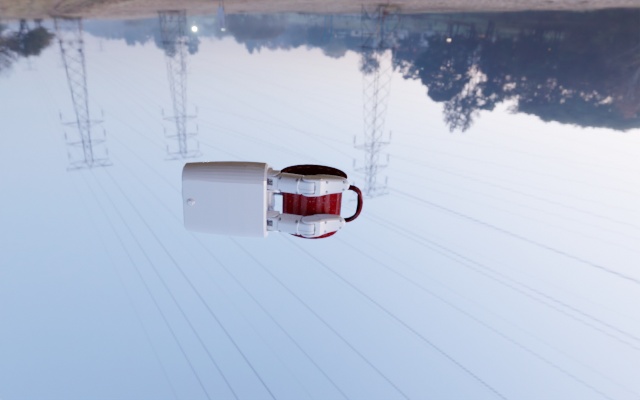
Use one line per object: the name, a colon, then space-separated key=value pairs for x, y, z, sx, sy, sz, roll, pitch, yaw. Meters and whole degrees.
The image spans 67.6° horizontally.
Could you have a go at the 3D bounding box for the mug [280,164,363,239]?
mug: x=0.002 y=0.002 z=0.659 sx=0.117 sy=0.081 sz=0.093 roll=4 pitch=20 yaw=1
